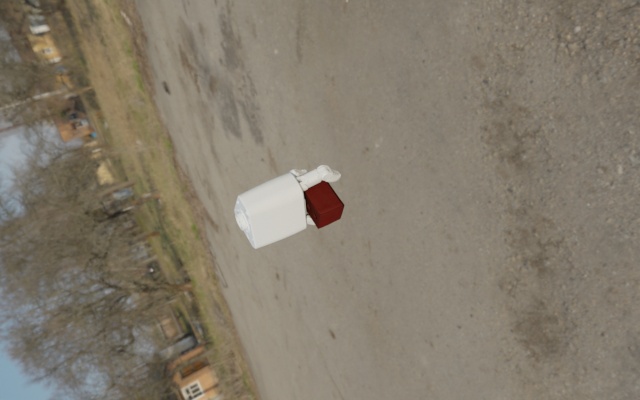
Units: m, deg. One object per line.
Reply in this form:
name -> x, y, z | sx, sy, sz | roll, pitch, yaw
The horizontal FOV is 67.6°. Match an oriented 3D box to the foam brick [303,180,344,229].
foam brick -> 0.000, 0.003, 0.885 | 0.051, 0.078, 0.053 | -24, -28, -20
